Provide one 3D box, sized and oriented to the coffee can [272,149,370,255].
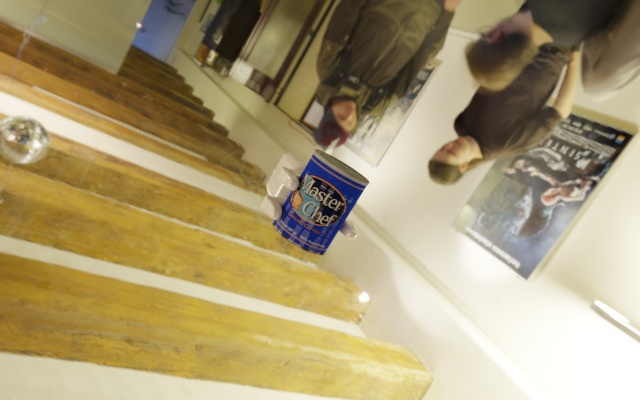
[{"bbox_3d":[0.000,0.003,0.776,0.103,0.140,0.102,30,11,-7],"label":"coffee can"}]
